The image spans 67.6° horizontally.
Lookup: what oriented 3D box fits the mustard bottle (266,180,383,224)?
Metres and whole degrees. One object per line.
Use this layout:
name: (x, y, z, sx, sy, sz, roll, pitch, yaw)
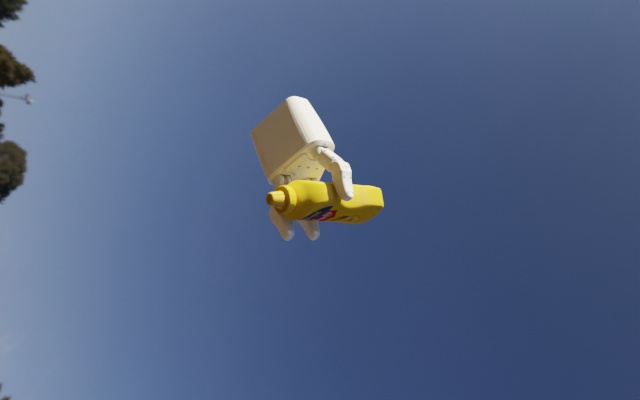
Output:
mustard bottle: (0.000, 0.003, 0.724, 0.191, 0.058, 0.096, 5, -17, -42)
